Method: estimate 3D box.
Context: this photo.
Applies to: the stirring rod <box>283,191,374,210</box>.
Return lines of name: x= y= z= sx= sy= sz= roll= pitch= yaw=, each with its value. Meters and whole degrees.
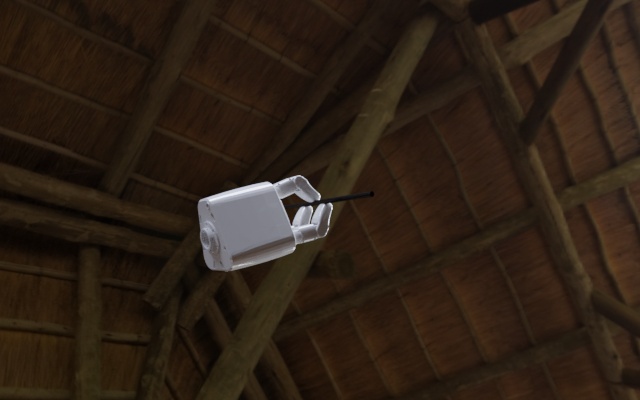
stirring rod: x=0.000 y=0.002 z=0.753 sx=0.011 sy=0.011 sz=0.239 roll=0 pitch=-5 yaw=-36
